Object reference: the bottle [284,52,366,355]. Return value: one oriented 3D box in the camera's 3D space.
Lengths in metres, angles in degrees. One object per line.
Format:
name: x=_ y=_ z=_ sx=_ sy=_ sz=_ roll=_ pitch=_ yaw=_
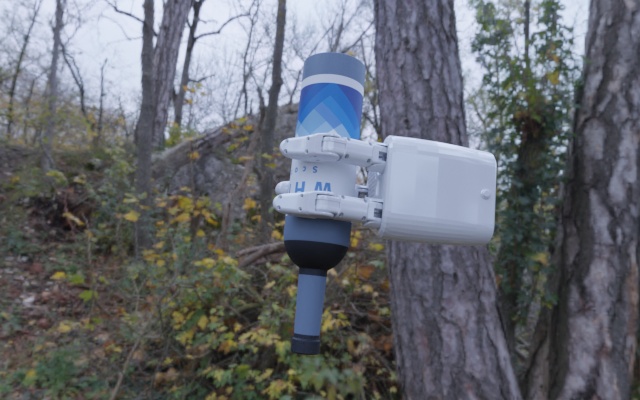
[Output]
bottle: x=0.000 y=0.001 z=0.482 sx=0.069 sy=0.295 sz=0.069 roll=6 pitch=-11 yaw=1
